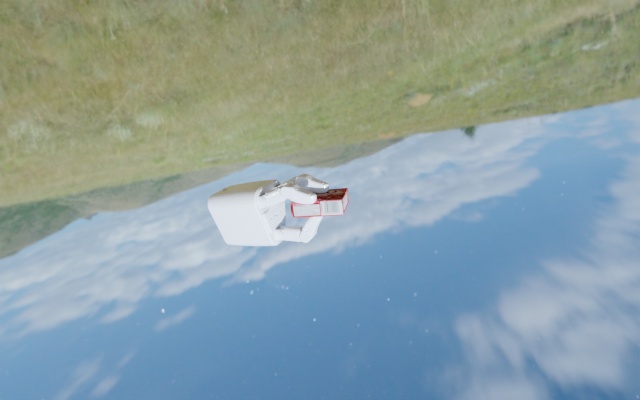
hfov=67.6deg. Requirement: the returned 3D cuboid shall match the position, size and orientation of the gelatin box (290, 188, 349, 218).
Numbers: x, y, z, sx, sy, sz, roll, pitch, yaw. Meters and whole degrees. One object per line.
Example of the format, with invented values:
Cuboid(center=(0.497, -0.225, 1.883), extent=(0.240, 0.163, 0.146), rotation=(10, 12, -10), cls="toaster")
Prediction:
Cuboid(center=(0.001, 0.003, 0.814), extent=(0.089, 0.030, 0.073), rotation=(-3, 16, 12), cls="gelatin box")
